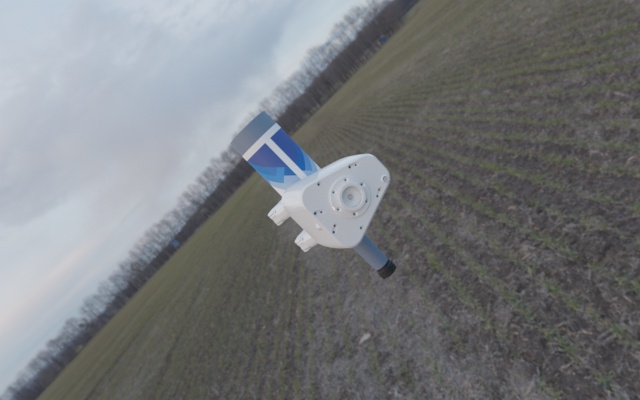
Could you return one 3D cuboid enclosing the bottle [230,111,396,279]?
[{"bbox_3d":[0.000,0.002,0.683,0.069,0.296,0.069,-43,9,8],"label":"bottle"}]
